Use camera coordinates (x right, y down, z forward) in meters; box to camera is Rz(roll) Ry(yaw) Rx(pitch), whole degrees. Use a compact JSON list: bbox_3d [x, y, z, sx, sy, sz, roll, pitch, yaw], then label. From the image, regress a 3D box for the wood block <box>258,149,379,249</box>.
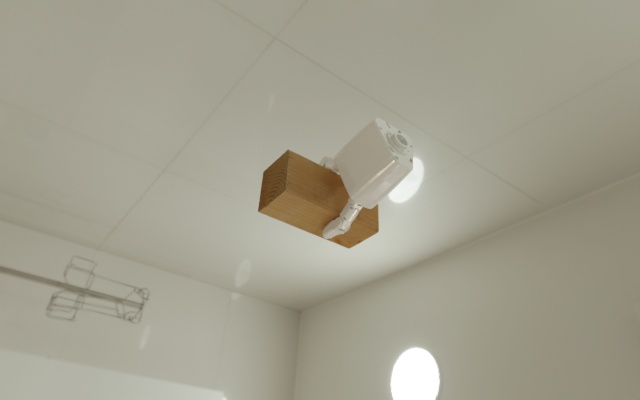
[{"bbox_3d":[0.000,0.003,0.871,0.206,0.090,0.090,25,-39,-29],"label":"wood block"}]
